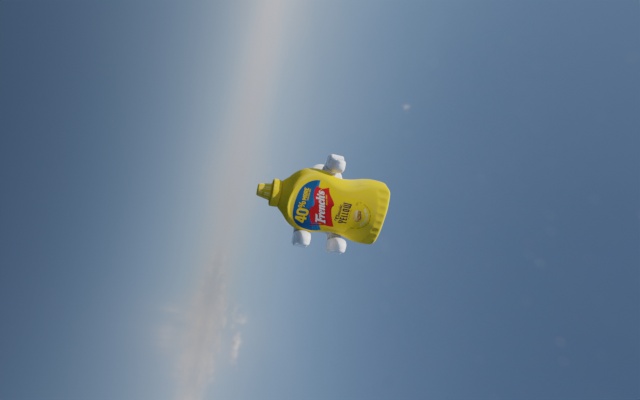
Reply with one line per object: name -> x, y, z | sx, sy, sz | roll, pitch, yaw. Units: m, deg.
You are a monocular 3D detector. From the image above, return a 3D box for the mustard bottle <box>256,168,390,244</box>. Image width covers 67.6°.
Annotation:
mustard bottle -> 0.000, 0.002, 0.712 | 0.191, 0.096, 0.058 | 12, 21, -10
